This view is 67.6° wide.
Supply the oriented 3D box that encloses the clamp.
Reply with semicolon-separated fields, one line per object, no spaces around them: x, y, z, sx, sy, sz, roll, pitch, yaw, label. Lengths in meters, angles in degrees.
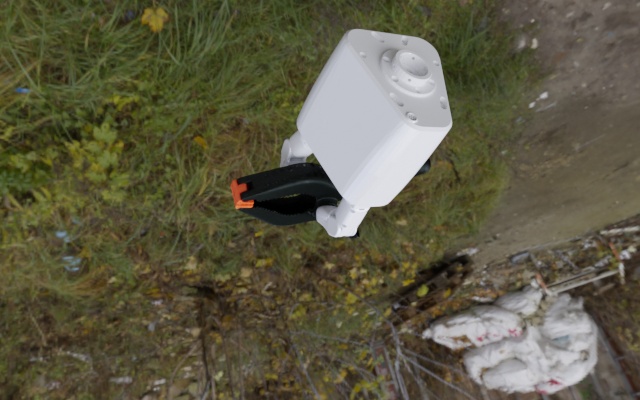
0.000;0.002;0.533;0.210;0.036;0.165;-3;-33;-27;clamp
